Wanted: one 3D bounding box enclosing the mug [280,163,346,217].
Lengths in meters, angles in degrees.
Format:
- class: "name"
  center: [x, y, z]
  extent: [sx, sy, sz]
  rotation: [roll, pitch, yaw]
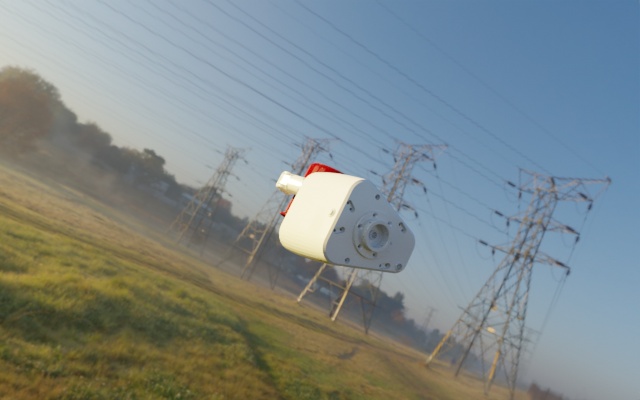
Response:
- class: "mug"
  center: [0.000, 0.002, 0.647]
  extent: [0.093, 0.081, 0.117]
  rotation: [32, -9, -27]
